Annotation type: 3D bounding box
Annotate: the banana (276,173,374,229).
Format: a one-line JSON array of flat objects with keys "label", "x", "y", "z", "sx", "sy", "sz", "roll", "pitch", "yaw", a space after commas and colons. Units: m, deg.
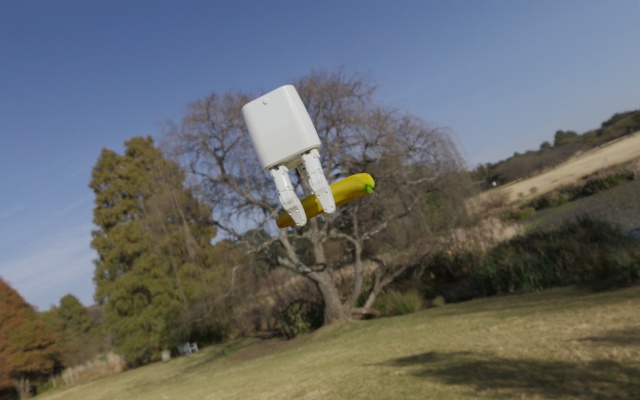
[{"label": "banana", "x": 0.013, "y": -0.003, "z": 0.753, "sx": 0.198, "sy": 0.037, "sz": 0.069, "roll": -25, "pitch": 0, "yaw": 37}]
